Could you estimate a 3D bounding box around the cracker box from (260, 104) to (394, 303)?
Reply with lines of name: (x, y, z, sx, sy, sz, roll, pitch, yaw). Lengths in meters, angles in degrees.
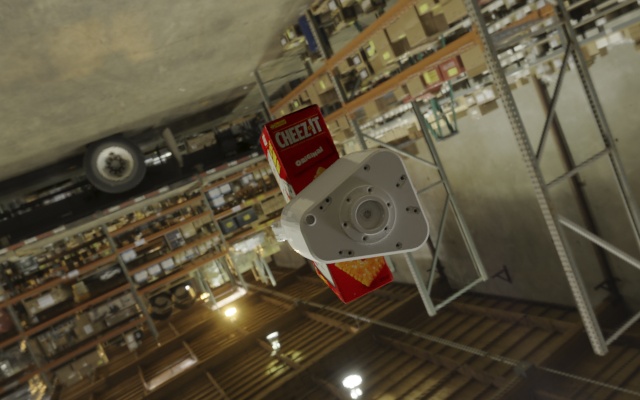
cracker box: (0.000, 0.002, 0.591, 0.072, 0.214, 0.164, -24, 5, -8)
